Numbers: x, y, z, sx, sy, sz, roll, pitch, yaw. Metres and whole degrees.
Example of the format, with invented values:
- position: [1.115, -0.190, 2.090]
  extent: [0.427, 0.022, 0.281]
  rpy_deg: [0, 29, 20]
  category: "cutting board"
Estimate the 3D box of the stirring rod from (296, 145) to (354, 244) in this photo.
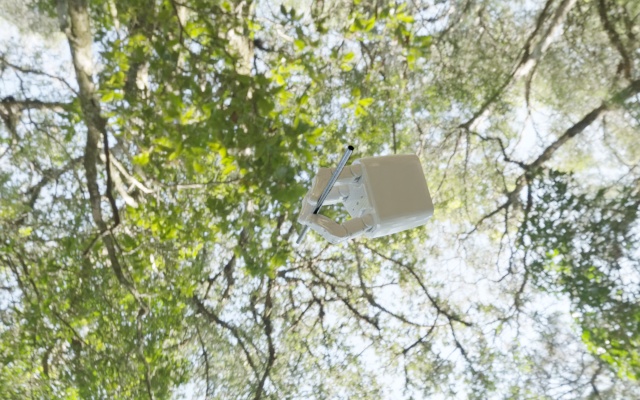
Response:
- position: [0.000, 0.002, 0.646]
  extent: [0.011, 0.011, 0.240]
  rpy_deg: [0, -31, -20]
  category: "stirring rod"
